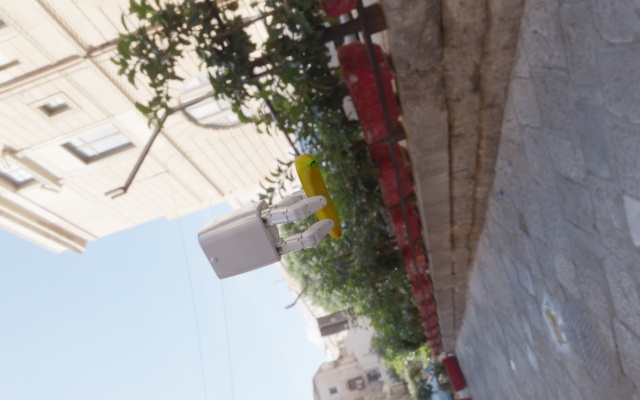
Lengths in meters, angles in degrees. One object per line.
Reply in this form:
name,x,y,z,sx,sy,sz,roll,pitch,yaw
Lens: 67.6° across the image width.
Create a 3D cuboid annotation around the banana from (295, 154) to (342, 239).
banana,-0.006,-0.013,0.766,0.037,0.069,0.198,-22,-40,1
